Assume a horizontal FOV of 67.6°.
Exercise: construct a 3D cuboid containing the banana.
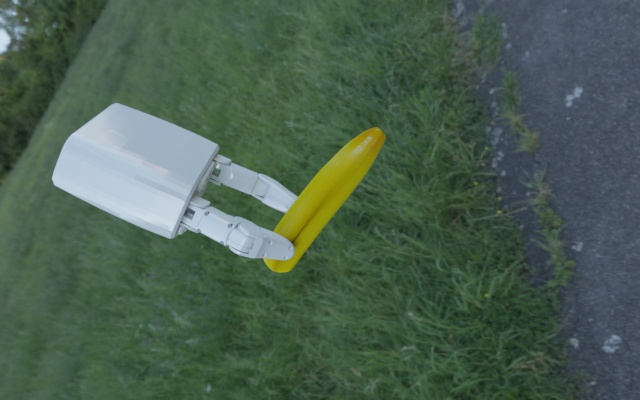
[{"bbox_3d":[-0.009,0.012,0.451,0.037,0.198,0.069,38,36,2],"label":"banana"}]
